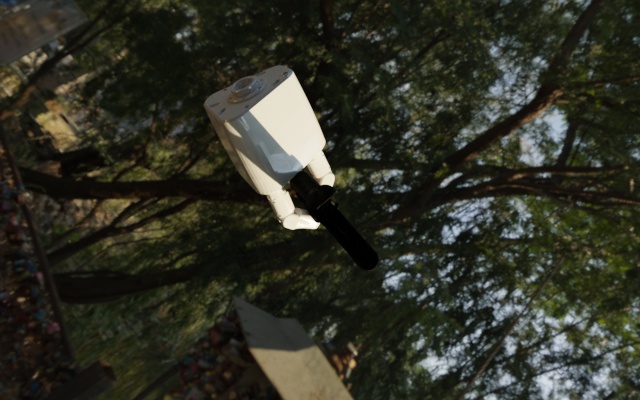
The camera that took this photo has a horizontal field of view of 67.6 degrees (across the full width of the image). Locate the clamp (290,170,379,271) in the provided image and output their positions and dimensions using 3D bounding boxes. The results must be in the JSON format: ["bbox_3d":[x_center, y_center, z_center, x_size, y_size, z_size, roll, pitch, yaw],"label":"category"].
[{"bbox_3d":[0.001,0.001,0.558,0.039,0.120,0.171,-34,39,-11],"label":"clamp"}]
